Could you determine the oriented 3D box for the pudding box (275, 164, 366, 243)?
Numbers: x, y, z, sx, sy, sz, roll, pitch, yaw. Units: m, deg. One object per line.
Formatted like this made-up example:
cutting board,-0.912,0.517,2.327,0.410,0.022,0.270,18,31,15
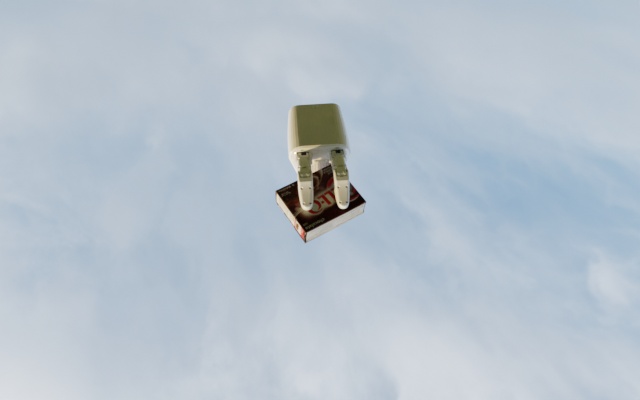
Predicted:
pudding box,0.000,0.002,0.741,0.113,0.090,0.039,-28,-30,-18
